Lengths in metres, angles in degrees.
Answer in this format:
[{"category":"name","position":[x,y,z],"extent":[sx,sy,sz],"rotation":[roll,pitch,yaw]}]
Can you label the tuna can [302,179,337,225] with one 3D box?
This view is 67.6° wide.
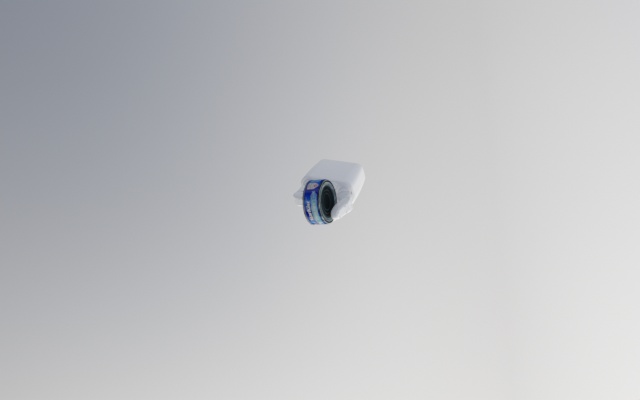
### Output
[{"category":"tuna can","position":[0.001,0.003,0.892],"extent":[0.034,0.086,0.086],"rotation":[-3,-1,25]}]
